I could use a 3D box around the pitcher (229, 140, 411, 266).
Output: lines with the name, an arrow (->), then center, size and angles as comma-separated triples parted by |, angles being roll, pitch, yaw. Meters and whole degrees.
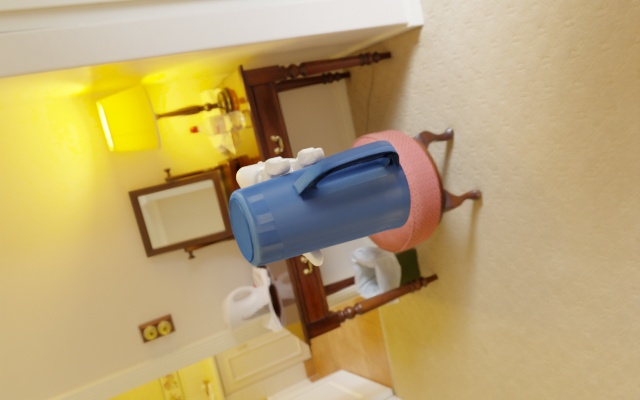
pitcher -> 0.000, 0.002, 0.683 | 0.243, 0.149, 0.145 | -16, 15, -23
